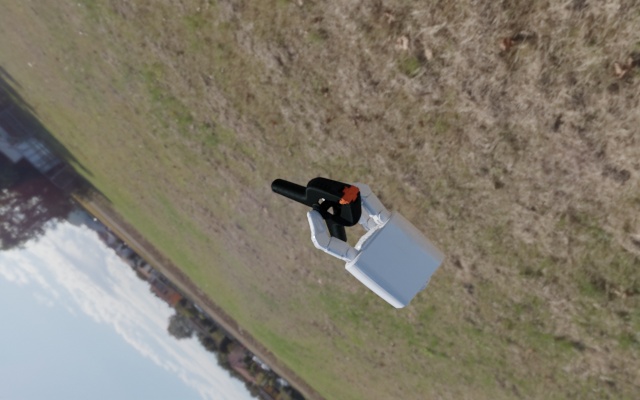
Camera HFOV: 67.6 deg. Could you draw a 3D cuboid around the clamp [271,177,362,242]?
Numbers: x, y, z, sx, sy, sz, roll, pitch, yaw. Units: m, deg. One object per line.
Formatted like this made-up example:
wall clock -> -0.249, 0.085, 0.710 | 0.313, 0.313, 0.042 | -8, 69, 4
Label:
clamp -> 0.000, 0.003, 0.741 | 0.164, 0.036, 0.210 | 39, -19, -2
